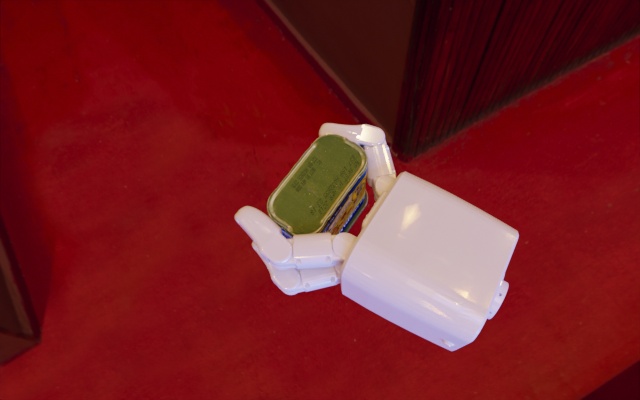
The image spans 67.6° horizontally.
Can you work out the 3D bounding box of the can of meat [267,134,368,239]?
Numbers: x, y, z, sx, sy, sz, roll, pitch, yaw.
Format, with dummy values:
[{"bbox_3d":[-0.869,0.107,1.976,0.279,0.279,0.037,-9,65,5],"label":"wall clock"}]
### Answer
[{"bbox_3d":[0.000,0.001,0.426,0.057,0.102,0.084,32,-18,15],"label":"can of meat"}]
